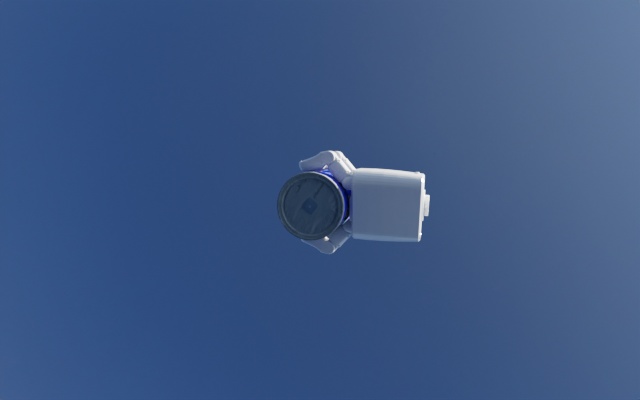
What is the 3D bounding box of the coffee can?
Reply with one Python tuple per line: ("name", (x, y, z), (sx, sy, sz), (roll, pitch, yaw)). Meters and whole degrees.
("coffee can", (0.000, 0.003, 0.774), (0.103, 0.103, 0.140), (0, 5, 14))
